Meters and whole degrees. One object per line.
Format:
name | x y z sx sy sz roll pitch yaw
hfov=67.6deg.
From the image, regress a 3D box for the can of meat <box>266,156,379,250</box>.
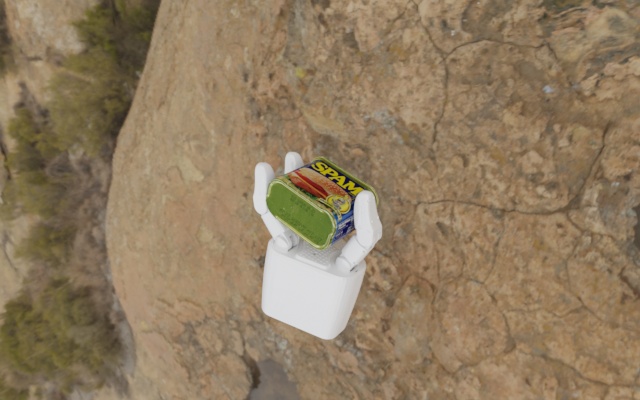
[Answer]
can of meat | 0.000 0.002 0.545 0.102 0.057 0.084 35 38 24
